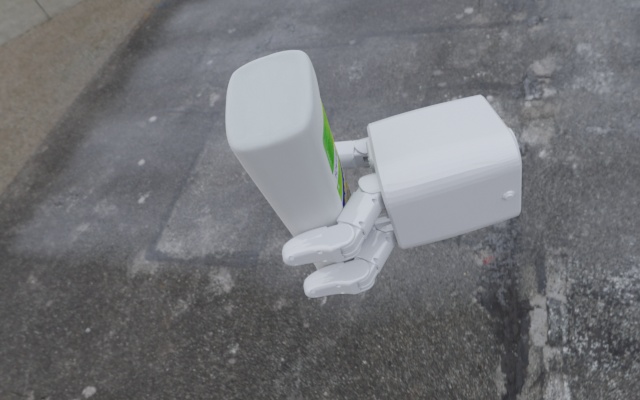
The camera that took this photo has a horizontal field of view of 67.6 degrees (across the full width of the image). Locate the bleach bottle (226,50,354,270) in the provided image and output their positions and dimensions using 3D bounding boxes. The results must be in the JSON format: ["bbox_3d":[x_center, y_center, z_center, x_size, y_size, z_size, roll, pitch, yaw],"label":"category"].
[{"bbox_3d":[0.000,0.001,0.424,0.068,0.102,0.251,-15,-40,10],"label":"bleach bottle"}]
